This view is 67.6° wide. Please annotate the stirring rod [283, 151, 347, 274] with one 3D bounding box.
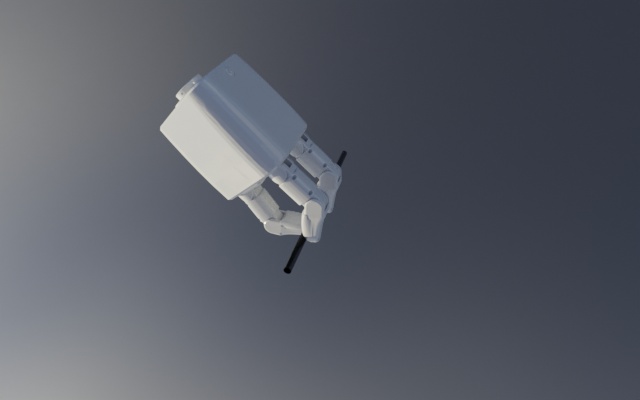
[{"bbox_3d":[0.000,0.002,0.559,0.011,0.011,0.239,0,34,19],"label":"stirring rod"}]
